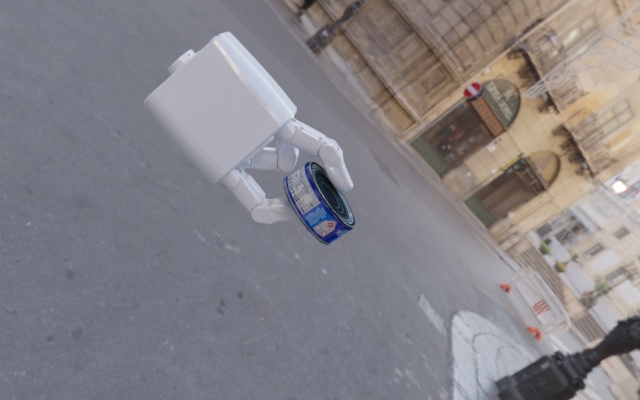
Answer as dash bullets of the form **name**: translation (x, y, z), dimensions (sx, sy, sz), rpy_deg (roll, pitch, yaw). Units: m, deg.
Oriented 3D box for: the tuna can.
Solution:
- **tuna can**: translation (0.001, 0.001, 0.502), dimensions (0.034, 0.086, 0.086), rpy_deg (-33, -10, 15)
